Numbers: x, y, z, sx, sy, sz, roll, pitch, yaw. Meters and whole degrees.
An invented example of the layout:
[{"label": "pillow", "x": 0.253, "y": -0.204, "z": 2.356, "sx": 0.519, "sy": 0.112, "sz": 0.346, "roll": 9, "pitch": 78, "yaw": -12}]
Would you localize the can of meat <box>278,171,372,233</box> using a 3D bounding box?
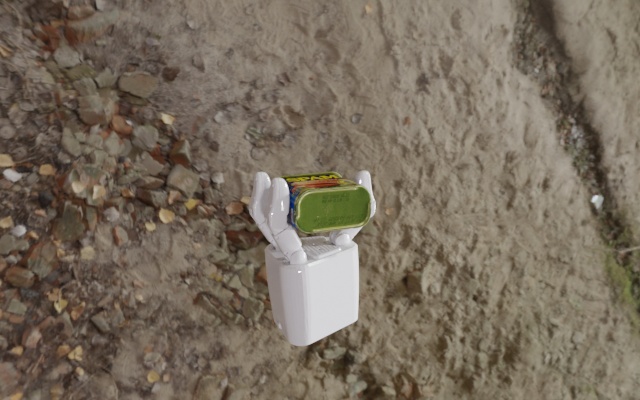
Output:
[{"label": "can of meat", "x": 0.000, "y": 0.002, "z": 0.579, "sx": 0.102, "sy": 0.057, "sz": 0.084, "roll": -6, "pitch": 15, "yaw": -23}]
